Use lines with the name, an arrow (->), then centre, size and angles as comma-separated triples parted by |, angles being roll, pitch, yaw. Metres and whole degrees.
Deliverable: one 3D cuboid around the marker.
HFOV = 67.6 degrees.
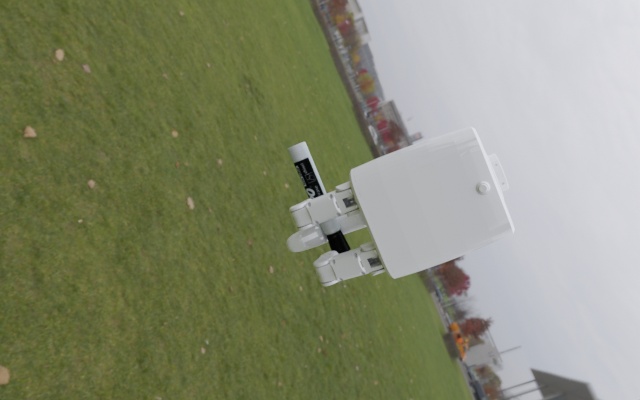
marker -> 0.000, 0.002, 0.469 | 0.020, 0.121, 0.020 | -23, 5, 2
